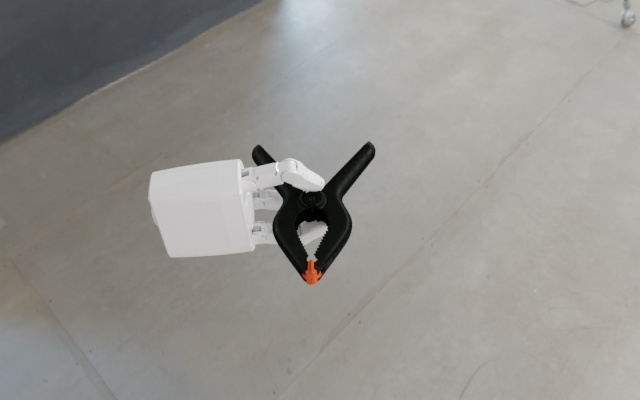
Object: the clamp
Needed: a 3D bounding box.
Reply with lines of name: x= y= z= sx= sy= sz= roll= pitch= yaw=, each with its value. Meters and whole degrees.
clamp: x=0.000 y=0.002 z=0.587 sx=0.164 sy=0.209 sz=0.036 roll=-8 pitch=-37 yaw=-1
